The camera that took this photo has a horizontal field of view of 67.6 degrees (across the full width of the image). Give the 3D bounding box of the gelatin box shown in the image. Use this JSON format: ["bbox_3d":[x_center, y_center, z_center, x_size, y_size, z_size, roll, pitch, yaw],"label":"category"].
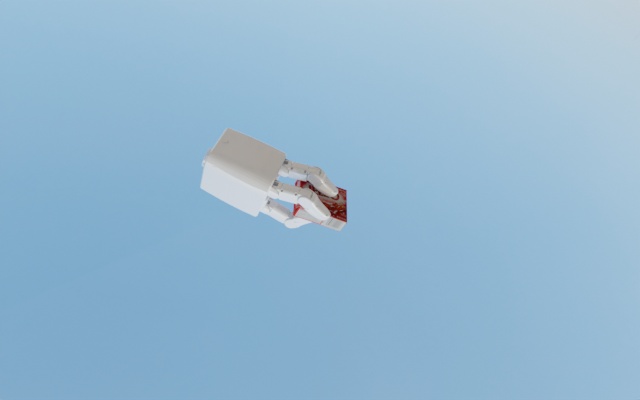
[{"bbox_3d":[0.000,0.003,0.788,0.089,0.073,0.030,20,-45,-19],"label":"gelatin box"}]
